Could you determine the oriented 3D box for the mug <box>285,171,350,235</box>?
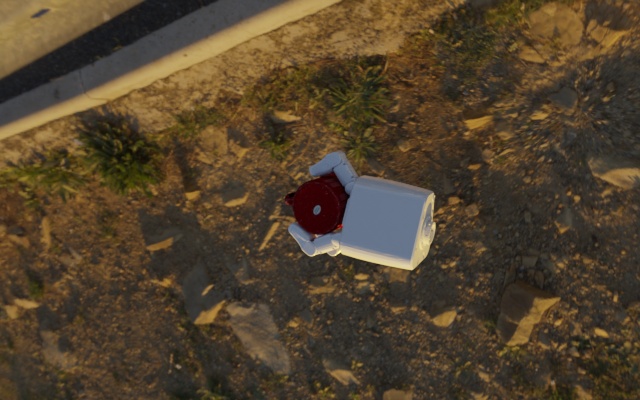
[{"bbox_3d":[-0.001,0.002,0.724,0.117,0.093,0.081,12,15,25],"label":"mug"}]
